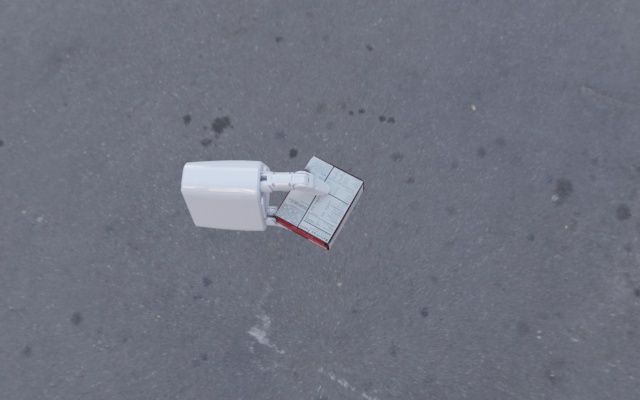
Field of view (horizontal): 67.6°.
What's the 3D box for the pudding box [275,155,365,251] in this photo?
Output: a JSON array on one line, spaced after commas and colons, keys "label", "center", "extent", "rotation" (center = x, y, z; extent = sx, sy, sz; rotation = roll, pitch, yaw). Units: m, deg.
[{"label": "pudding box", "center": [0.000, 0.002, 0.690], "extent": [0.090, 0.113, 0.039], "rotation": [29, -15, 9]}]
